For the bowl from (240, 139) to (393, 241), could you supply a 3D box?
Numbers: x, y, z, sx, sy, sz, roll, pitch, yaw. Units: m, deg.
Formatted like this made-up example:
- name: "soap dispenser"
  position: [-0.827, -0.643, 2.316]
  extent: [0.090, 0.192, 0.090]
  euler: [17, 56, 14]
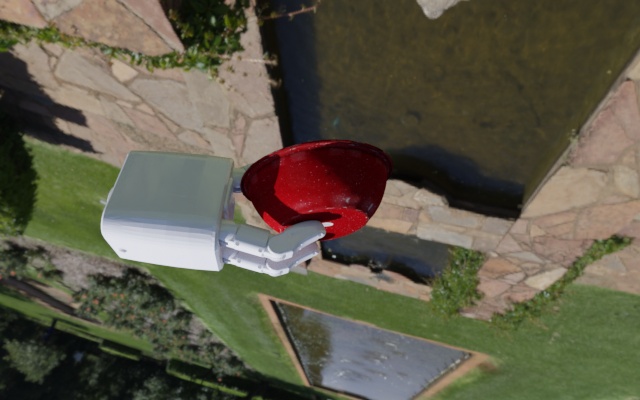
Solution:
- name: "bowl"
  position: [0.001, 0.002, 0.494]
  extent: [0.162, 0.055, 0.162]
  euler: [-8, -23, -3]
